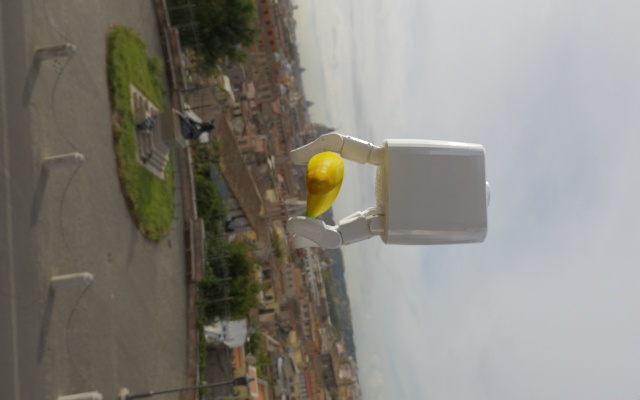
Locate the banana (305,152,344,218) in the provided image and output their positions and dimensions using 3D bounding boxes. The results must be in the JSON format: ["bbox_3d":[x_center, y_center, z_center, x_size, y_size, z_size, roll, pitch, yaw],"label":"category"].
[{"bbox_3d":[0.004,-0.015,0.502,0.037,0.069,0.198,12,-14,1],"label":"banana"}]
